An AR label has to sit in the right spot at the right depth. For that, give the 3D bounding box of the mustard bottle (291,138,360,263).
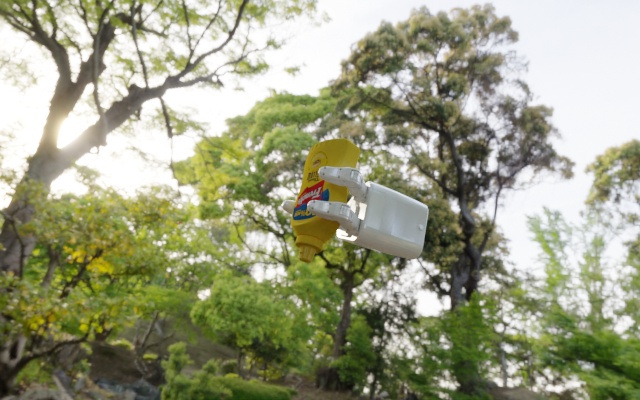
[{"bbox_3d":[0.000,0.002,0.729,0.058,0.191,0.096,31,-27,-36],"label":"mustard bottle"}]
